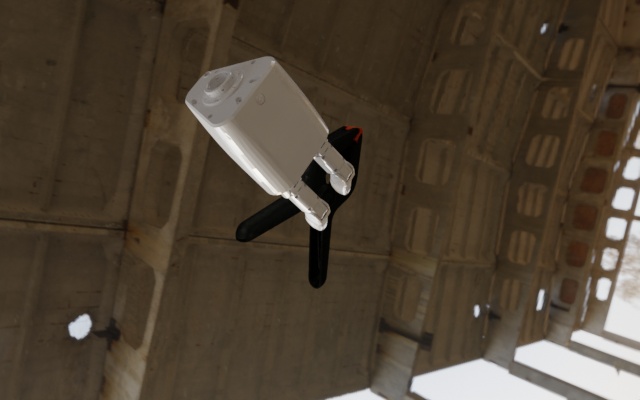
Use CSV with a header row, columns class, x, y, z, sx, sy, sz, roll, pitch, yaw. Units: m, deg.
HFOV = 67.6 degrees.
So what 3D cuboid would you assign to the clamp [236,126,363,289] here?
class,x,y,z,sx,sy,sz,roll,pitch,yaw
clamp,0.000,0.001,0.601,0.036,0.210,0.165,17,-24,41
